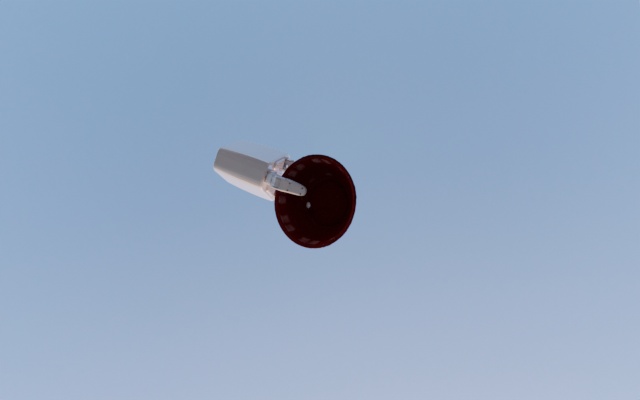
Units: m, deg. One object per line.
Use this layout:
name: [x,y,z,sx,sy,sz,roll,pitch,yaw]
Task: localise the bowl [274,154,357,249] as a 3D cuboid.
bowl: [0.001,0.004,0.836,0.162,0.162,0.055,0,-4,29]
